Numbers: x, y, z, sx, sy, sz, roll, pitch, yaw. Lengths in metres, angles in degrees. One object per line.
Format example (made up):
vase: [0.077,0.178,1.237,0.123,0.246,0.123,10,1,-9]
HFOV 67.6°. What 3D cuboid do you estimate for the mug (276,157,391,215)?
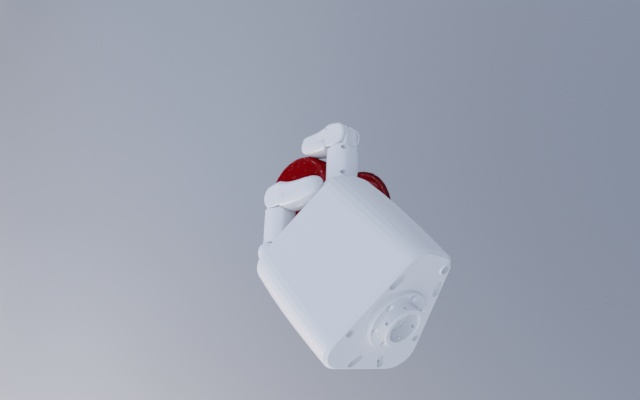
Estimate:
mug: [-0.001,0.001,0.464,0.081,0.093,0.117,17,18,-41]
